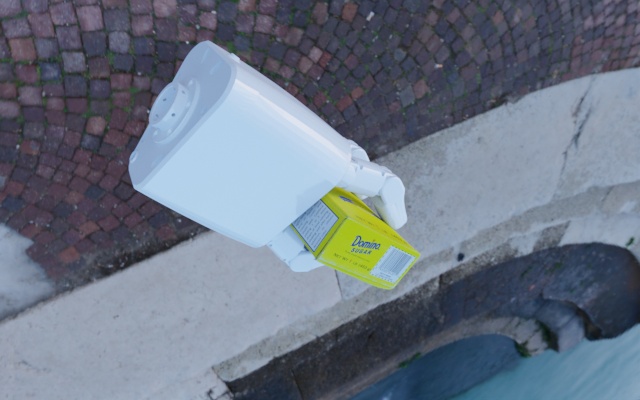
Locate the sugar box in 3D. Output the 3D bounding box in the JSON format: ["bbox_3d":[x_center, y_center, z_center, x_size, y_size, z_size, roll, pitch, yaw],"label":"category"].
[{"bbox_3d":[0.000,0.001,0.421,0.093,0.048,0.176,28,14,-40],"label":"sugar box"}]
